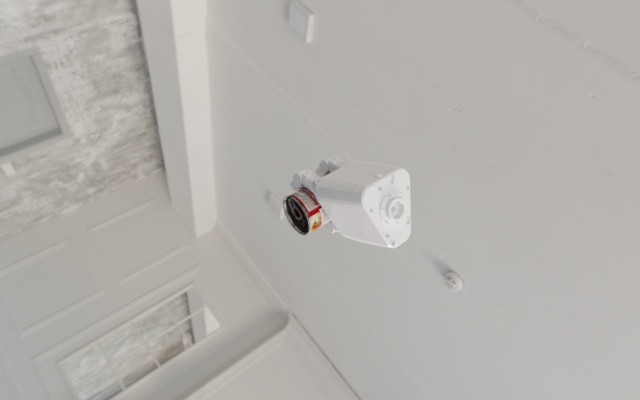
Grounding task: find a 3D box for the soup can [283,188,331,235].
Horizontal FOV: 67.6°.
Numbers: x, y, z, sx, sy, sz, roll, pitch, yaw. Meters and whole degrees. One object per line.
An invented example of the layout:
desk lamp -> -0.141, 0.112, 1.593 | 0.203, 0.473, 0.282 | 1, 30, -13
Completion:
soup can -> 0.000, 0.002, 0.767 | 0.102, 0.068, 0.068 | -29, 15, -28
